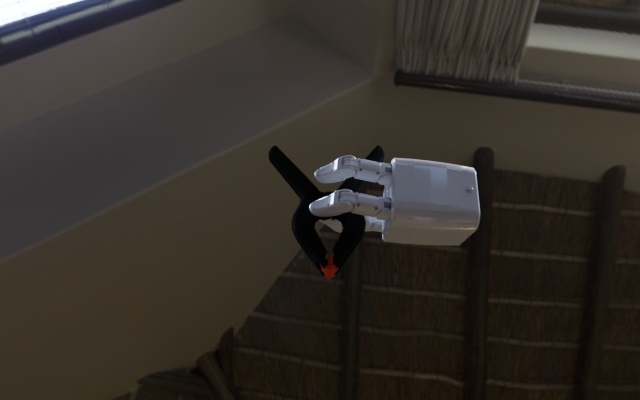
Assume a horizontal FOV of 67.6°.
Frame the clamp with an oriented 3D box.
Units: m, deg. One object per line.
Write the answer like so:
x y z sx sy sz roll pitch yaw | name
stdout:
0.000 0.003 0.634 0.164 0.209 0.036 5 -36 4 | clamp
